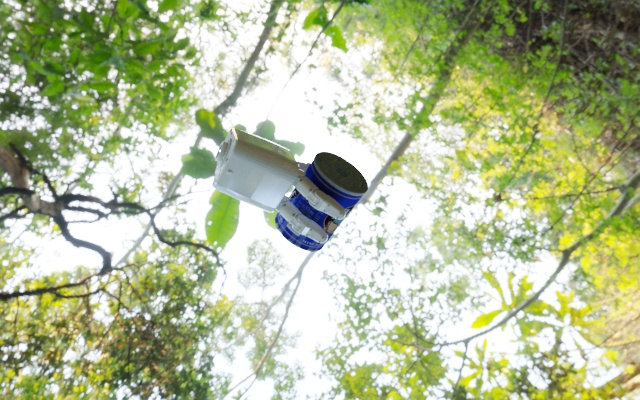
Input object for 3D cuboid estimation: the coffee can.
[{"bbox_3d":[0.000,0.003,0.809,0.103,0.140,0.102,26,30,-16],"label":"coffee can"}]
